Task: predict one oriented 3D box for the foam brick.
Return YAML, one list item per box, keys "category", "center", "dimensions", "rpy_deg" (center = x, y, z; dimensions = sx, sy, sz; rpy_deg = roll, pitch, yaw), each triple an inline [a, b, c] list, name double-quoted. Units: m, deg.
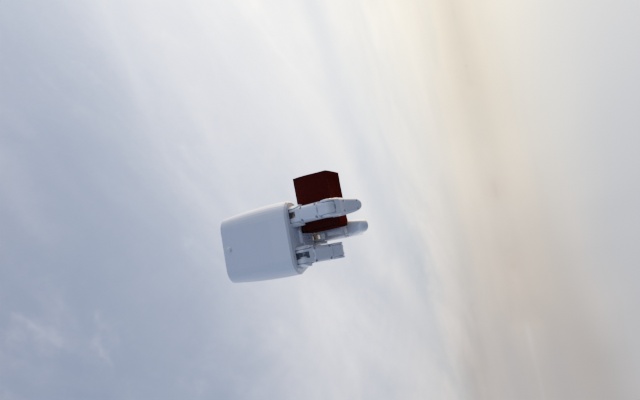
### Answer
- category: "foam brick"
  center: [0.000, 0.002, 0.657]
  dimensions: [0.051, 0.078, 0.053]
  rpy_deg: [-13, -8, 21]
